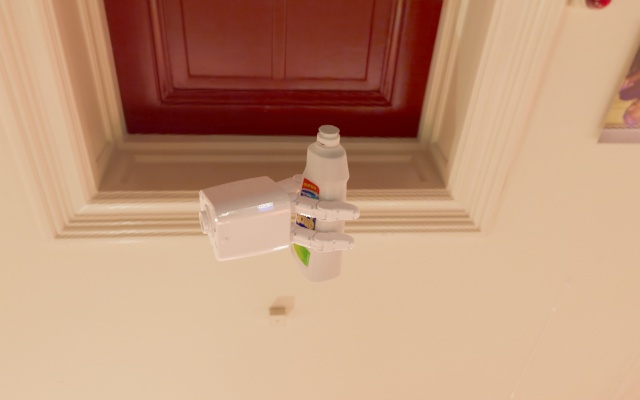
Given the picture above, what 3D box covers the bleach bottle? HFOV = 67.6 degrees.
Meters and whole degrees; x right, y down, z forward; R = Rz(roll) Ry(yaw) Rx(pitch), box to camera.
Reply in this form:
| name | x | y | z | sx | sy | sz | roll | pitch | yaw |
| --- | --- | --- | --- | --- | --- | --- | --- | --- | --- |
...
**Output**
| name | x | y | z | sx | sy | sz | roll | pitch | yaw |
| --- | --- | --- | --- | --- | --- | --- | --- | --- | --- |
| bleach bottle | 0.000 | 0.002 | 0.725 | 0.068 | 0.251 | 0.102 | -11 | 37 | -22 |
